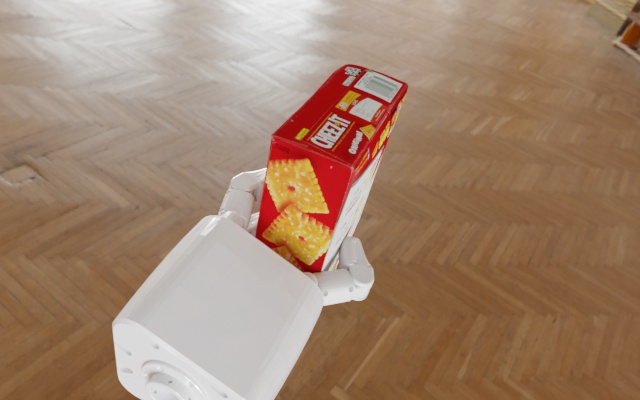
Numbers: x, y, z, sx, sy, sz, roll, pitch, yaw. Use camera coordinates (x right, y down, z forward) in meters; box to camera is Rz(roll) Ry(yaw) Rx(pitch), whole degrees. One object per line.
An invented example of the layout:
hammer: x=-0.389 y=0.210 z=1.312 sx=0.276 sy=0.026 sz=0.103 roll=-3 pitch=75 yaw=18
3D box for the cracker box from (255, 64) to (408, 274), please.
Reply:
cracker box: x=0.000 y=0.001 z=0.447 sx=0.072 sy=0.214 sz=0.164 roll=24 pitch=40 yaw=9
